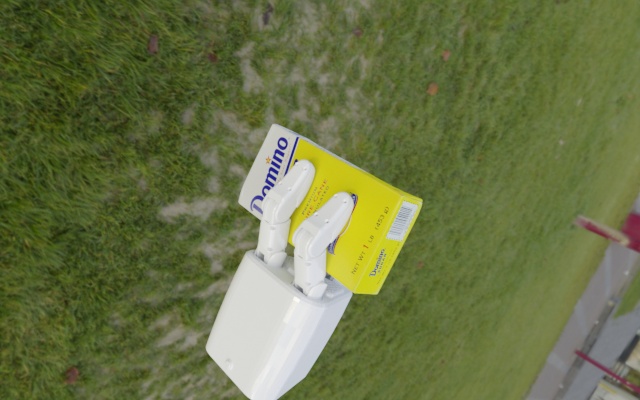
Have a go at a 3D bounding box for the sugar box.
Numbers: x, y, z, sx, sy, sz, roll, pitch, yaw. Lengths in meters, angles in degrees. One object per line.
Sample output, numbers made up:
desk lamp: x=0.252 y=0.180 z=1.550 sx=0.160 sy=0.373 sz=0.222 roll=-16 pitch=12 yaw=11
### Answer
sugar box: x=0.000 y=0.002 z=0.448 sx=0.176 sy=0.093 sz=0.048 roll=32 pitch=10 yaw=36
